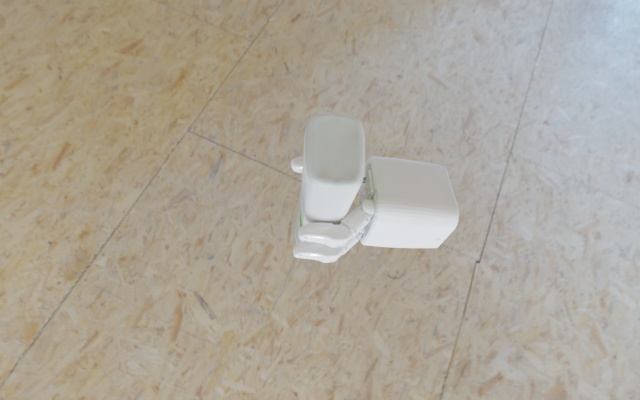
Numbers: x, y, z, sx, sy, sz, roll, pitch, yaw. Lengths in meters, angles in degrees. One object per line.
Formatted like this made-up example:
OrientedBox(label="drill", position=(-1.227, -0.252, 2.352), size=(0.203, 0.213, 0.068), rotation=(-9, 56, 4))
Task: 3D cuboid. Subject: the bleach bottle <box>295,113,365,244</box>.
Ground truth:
OrientedBox(label="bleach bottle", position=(0.000, 0.002, 0.626), size=(0.068, 0.102, 0.251), rotation=(5, -28, -6))
